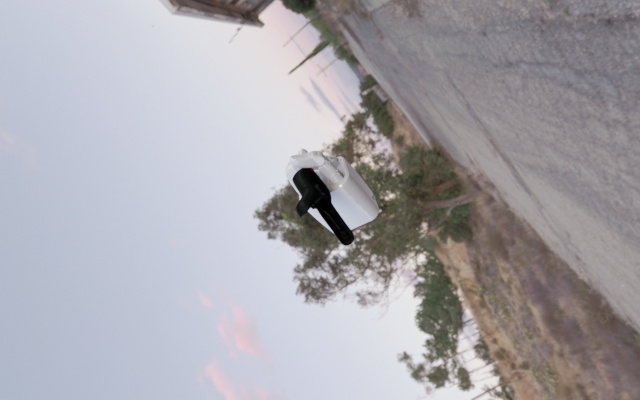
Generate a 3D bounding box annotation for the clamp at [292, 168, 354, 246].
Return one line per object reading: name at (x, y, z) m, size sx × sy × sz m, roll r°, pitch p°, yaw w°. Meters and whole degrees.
clamp at (0.000, 0.003, 0.794) m, size 0.039 × 0.120 × 0.171 m, roll -36°, pitch 30°, yaw 16°
